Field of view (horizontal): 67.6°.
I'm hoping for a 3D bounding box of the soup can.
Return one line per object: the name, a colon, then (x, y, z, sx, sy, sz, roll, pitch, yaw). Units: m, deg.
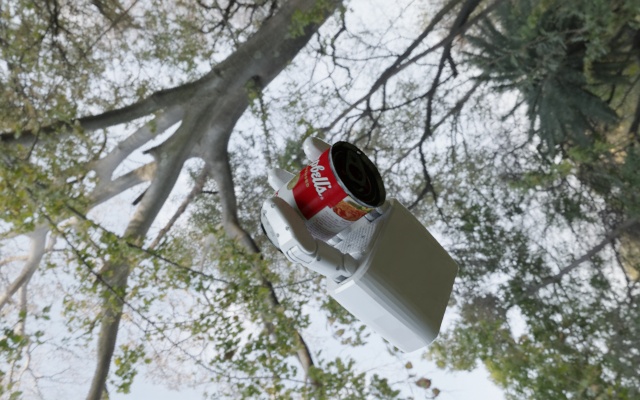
soup can: (-0.001, 0.001, 0.440, 0.102, 0.068, 0.068, -37, -22, 34)
